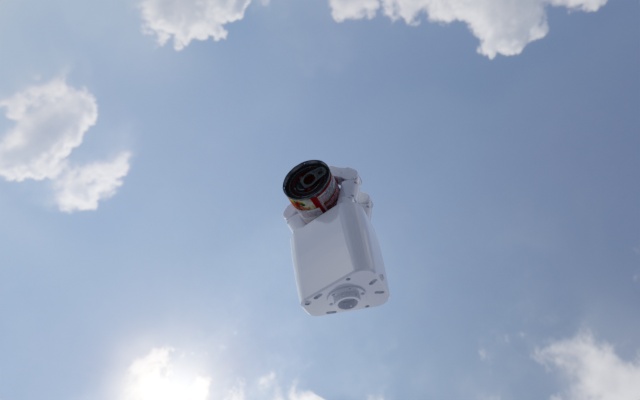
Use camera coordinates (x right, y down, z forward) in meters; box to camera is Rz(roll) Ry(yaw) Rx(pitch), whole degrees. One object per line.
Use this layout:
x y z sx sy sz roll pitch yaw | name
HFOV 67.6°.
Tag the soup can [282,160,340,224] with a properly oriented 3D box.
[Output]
0.000 0.002 0.660 0.068 0.068 0.102 0 -37 28 | soup can
